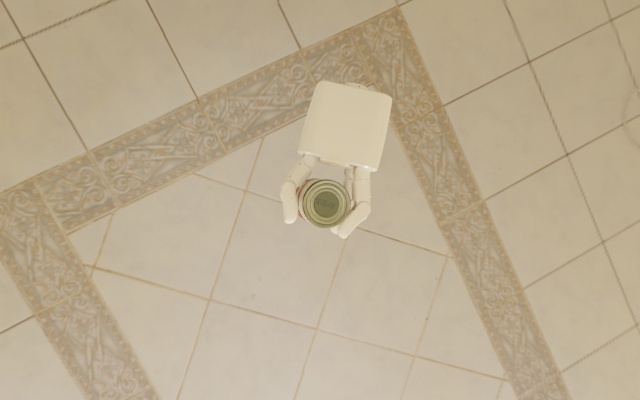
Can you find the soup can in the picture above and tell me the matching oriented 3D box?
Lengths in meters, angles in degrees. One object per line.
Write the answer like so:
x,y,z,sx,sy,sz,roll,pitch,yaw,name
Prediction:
0.000,0.003,0.686,0.068,0.068,0.102,0,3,-10,soup can
